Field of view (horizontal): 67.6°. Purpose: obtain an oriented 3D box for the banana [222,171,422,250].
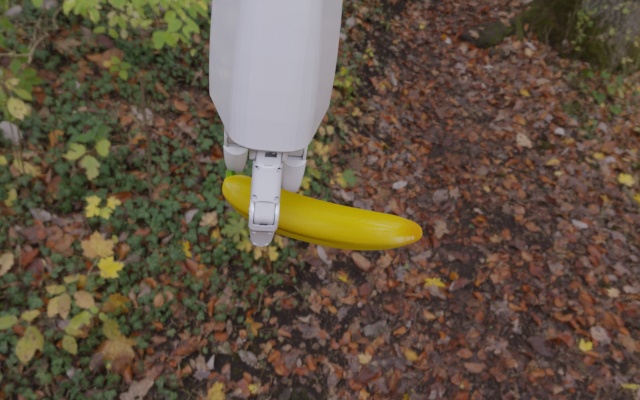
[{"bbox_3d":[-0.009,0.009,0.421,0.198,0.037,0.069,18,34,12],"label":"banana"}]
